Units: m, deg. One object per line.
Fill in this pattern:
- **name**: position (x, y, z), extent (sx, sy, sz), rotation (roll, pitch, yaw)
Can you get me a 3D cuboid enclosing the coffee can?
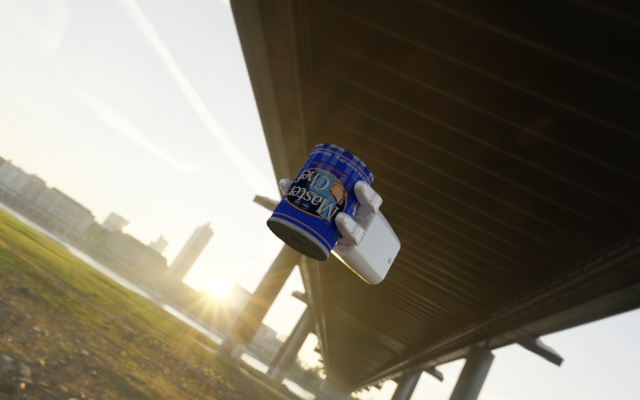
- **coffee can**: position (0.000, 0.002, 0.699), extent (0.103, 0.140, 0.103), rotation (28, -19, 11)
